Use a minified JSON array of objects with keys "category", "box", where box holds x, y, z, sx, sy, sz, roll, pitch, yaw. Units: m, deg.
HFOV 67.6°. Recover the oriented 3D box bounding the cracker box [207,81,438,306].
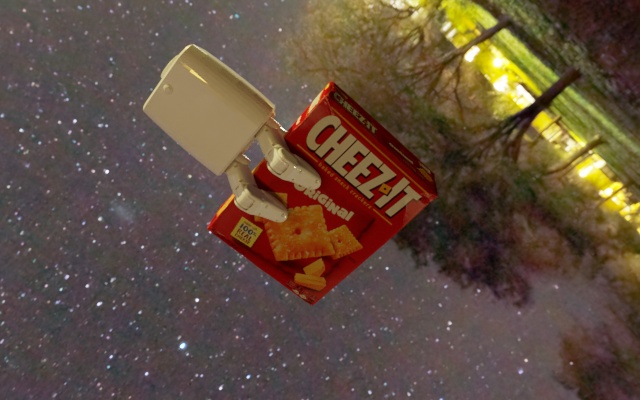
[{"category":"cracker box","box":[0.000,0.002,0.550,0.164,0.214,0.072,40,24,-13]}]
